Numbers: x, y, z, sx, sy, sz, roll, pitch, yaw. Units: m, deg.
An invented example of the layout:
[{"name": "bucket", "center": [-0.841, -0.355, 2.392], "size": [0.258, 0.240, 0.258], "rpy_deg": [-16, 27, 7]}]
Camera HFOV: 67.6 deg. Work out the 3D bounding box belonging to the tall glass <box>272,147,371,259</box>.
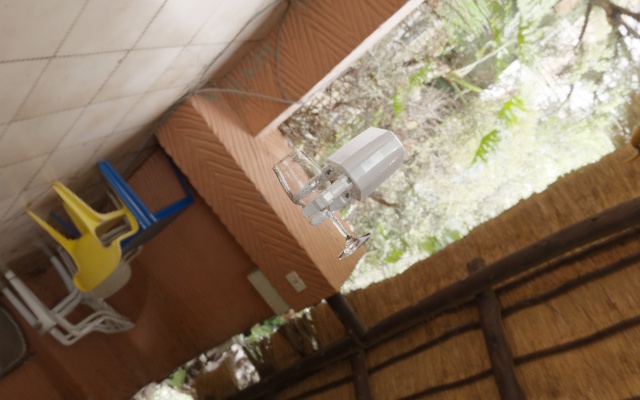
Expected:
[{"name": "tall glass", "center": [0.000, 0.003, 0.844], "size": [0.079, 0.201, 0.079], "rpy_deg": [-38, 4, 3]}]
